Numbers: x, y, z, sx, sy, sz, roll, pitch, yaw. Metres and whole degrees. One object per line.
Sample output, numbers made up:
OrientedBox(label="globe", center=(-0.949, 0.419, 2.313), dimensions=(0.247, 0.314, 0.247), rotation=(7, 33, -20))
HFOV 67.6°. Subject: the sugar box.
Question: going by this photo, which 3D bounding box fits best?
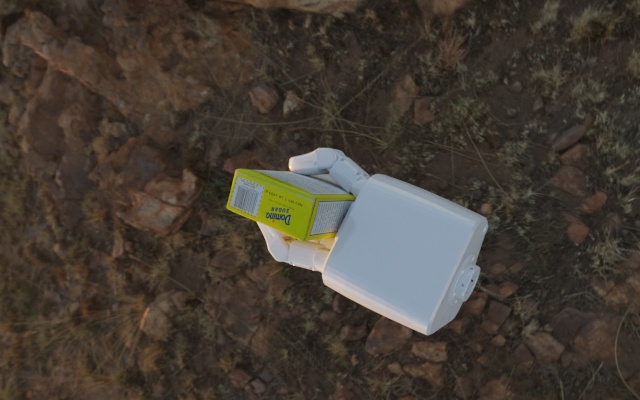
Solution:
OrientedBox(label="sugar box", center=(0.000, 0.002, 0.486), dimensions=(0.093, 0.048, 0.176), rotation=(21, 9, 30))
